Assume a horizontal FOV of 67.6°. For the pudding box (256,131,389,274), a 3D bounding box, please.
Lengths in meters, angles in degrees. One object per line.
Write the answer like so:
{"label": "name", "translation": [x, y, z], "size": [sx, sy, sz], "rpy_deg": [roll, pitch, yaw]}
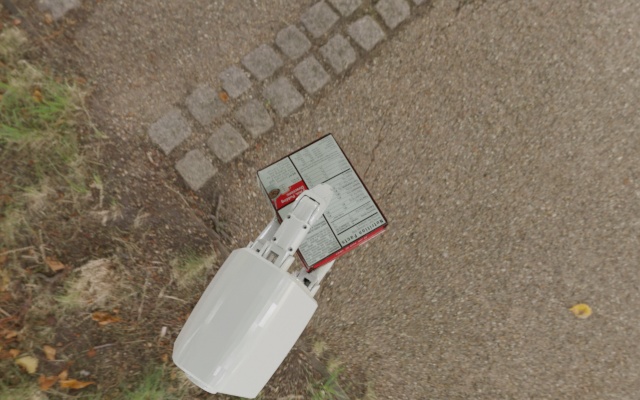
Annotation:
{"label": "pudding box", "translation": [0.000, 0.002, 0.471], "size": [0.090, 0.113, 0.039], "rpy_deg": [-28, -13, -9]}
